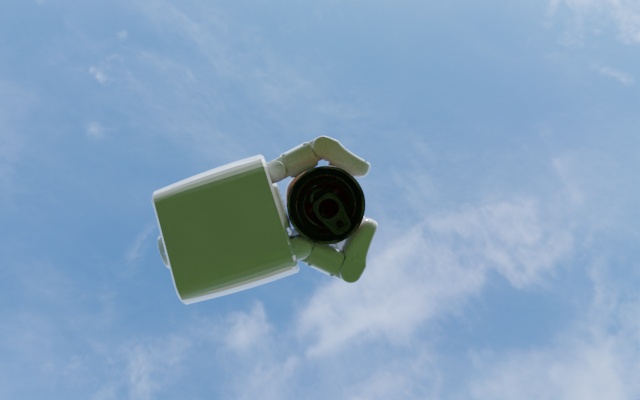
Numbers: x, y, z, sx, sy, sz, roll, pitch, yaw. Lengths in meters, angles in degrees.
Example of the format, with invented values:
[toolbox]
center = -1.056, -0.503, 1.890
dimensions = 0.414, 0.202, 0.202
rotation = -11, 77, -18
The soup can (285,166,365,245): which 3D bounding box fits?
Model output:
[soup can]
center = 0.000, 0.001, 0.458
dimensions = 0.068, 0.068, 0.102
rotation = 0, 3, -6
